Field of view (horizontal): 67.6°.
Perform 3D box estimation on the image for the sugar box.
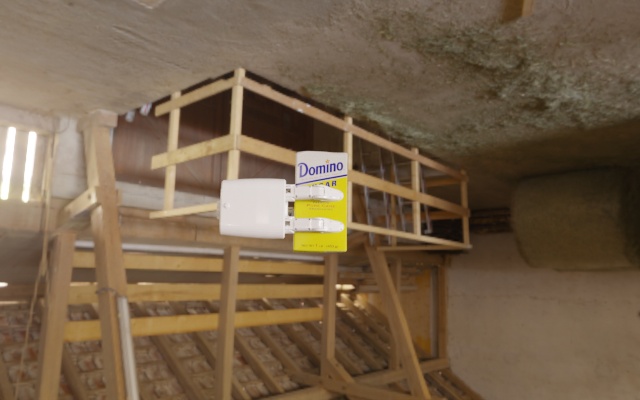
[{"bbox_3d":[0.000,0.003,0.840,0.093,0.176,0.048,1,-9,-3],"label":"sugar box"}]
